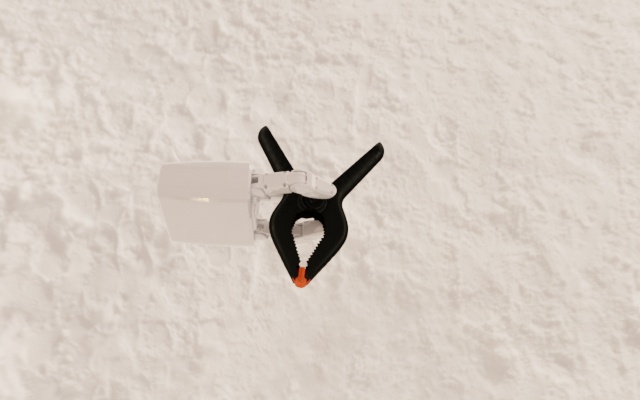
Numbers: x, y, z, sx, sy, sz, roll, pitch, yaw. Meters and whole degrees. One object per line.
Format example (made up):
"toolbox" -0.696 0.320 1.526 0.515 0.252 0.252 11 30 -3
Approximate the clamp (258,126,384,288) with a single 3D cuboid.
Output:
"clamp" 0.000 0.002 0.584 0.164 0.210 0.036 1 -25 -2
